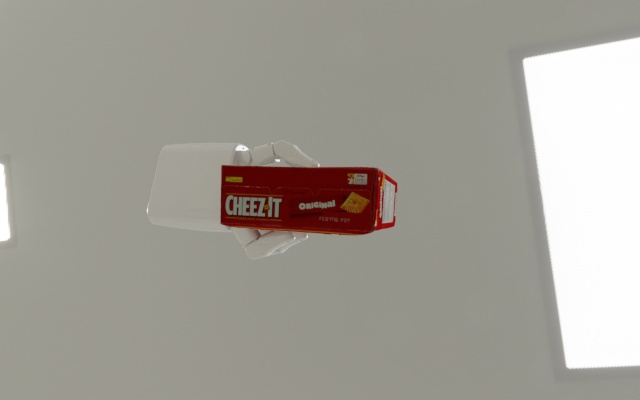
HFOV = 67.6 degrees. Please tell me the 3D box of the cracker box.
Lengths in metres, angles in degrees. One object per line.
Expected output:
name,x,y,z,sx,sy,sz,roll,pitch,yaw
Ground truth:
cracker box,0.000,0.002,0.571,0.164,0.072,0.214,2,-1,14
